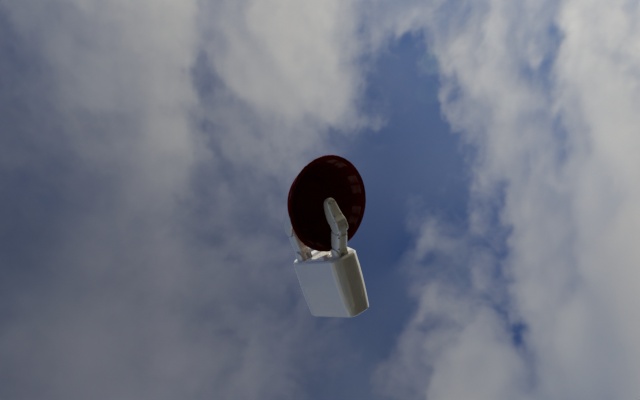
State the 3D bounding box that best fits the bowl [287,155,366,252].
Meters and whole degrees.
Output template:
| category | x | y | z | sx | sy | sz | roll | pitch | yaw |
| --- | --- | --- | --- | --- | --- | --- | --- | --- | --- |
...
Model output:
| category | x | y | z | sx | sy | sz | roll | pitch | yaw |
| --- | --- | --- | --- | --- | --- | --- | --- | --- | --- |
| bowl | 0.000 | 0.001 | 0.811 | 0.162 | 0.162 | 0.055 | 0 | 7 | -38 |
